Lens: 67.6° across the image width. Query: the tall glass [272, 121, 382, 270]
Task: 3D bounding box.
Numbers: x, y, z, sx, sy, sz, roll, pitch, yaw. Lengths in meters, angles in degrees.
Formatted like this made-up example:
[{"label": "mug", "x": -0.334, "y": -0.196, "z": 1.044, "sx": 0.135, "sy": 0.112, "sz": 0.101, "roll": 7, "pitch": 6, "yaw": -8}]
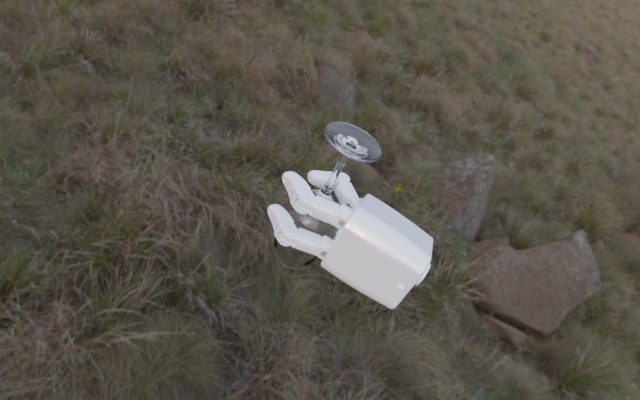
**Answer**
[{"label": "tall glass", "x": 0.000, "y": 0.001, "z": 0.614, "sx": 0.079, "sy": 0.201, "sz": 0.079, "roll": 19, "pitch": 36, "yaw": -14}]
